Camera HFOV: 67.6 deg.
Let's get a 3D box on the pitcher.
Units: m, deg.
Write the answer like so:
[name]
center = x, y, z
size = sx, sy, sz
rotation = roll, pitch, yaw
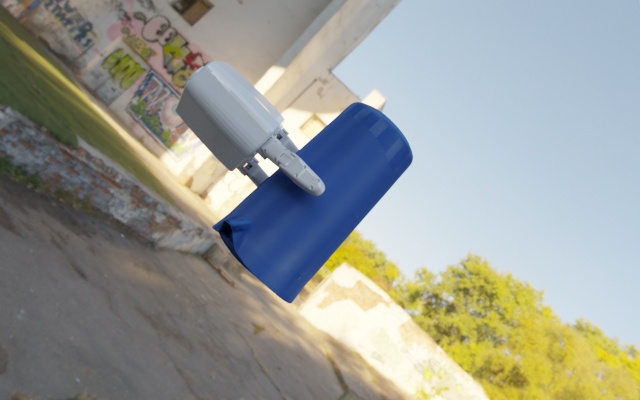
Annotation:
[pitcher]
center = 0.000, 0.002, 0.597
size = 0.243, 0.145, 0.149
rotation = -45, 8, -6
